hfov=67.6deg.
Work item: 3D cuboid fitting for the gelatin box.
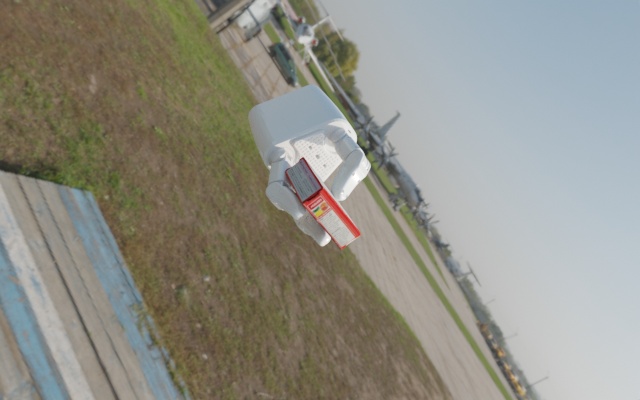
[{"bbox_3d":[0.001,0.002,0.513,0.030,0.073,0.089,-37,30,3],"label":"gelatin box"}]
